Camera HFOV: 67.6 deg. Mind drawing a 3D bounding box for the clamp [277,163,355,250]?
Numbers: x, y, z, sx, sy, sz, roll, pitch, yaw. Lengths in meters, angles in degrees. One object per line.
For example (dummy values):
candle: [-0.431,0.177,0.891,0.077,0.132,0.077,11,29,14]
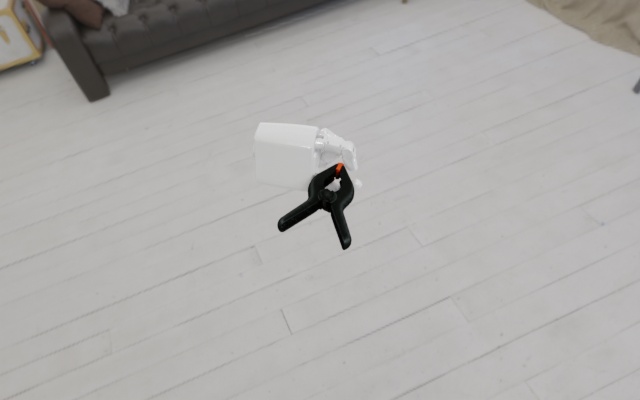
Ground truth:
clamp: [0.000,0.002,0.793,0.120,0.171,0.039,13,-42,-1]
